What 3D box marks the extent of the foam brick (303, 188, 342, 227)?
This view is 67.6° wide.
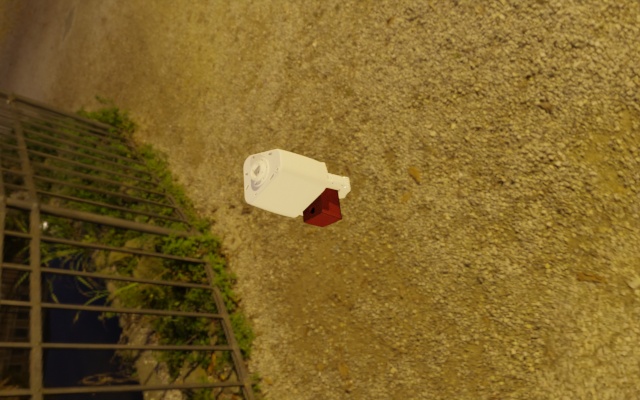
[{"bbox_3d":[0.000,0.003,0.879,0.051,0.078,0.053,17,-33,-42],"label":"foam brick"}]
